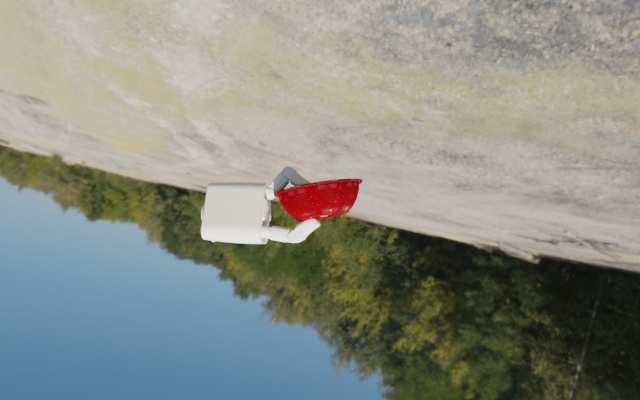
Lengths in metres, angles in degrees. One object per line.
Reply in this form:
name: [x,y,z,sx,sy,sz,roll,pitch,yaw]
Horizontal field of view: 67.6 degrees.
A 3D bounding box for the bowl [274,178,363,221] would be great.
bowl: [0.001,0.003,0.852,0.162,0.055,0.162,-10,-5,-1]
